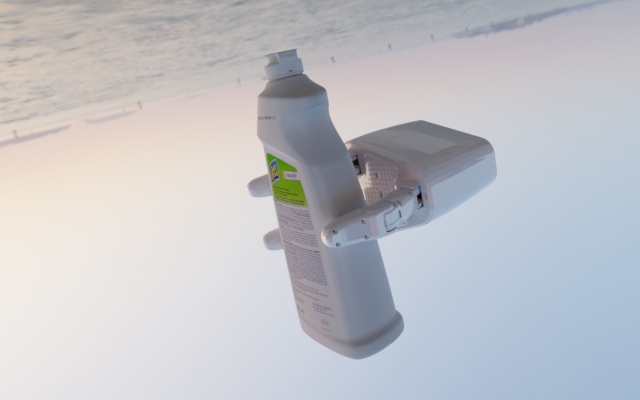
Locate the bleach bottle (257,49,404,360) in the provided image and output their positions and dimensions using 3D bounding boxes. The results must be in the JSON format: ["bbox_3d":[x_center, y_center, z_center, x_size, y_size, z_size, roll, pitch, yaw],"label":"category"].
[{"bbox_3d":[0.000,0.001,0.405,0.068,0.251,0.102,-23,19,-33],"label":"bleach bottle"}]
